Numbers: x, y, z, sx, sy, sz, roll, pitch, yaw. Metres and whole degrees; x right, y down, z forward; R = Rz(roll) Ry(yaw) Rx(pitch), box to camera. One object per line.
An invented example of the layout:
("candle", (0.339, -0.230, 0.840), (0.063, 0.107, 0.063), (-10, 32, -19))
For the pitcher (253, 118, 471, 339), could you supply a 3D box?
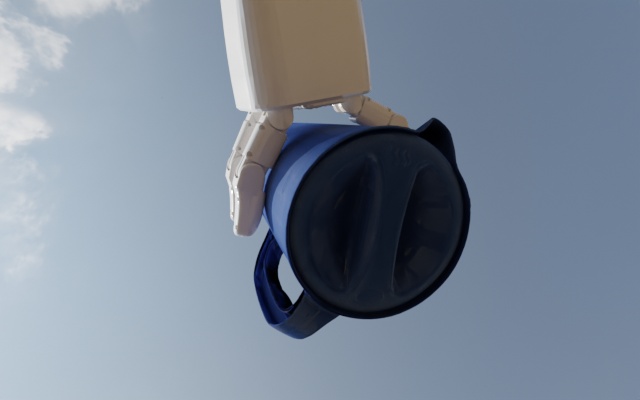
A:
("pitcher", (0.000, 0.001, 0.419), (0.149, 0.145, 0.242), (-13, 16, -15))
